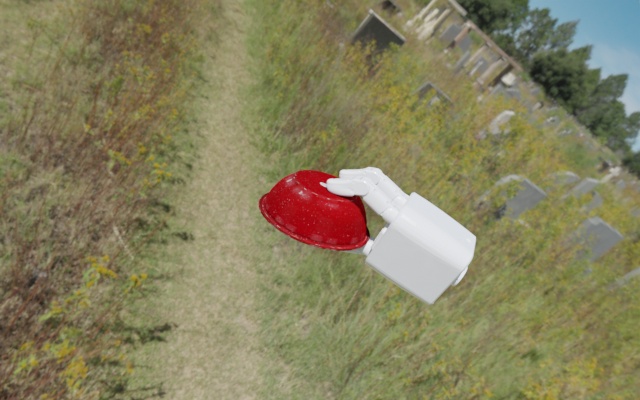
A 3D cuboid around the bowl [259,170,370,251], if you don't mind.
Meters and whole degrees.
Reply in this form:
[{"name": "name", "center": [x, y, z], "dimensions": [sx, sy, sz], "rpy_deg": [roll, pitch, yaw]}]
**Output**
[{"name": "bowl", "center": [-0.001, 0.001, 0.654], "dimensions": [0.162, 0.055, 0.162], "rpy_deg": [16, 23, -7]}]
